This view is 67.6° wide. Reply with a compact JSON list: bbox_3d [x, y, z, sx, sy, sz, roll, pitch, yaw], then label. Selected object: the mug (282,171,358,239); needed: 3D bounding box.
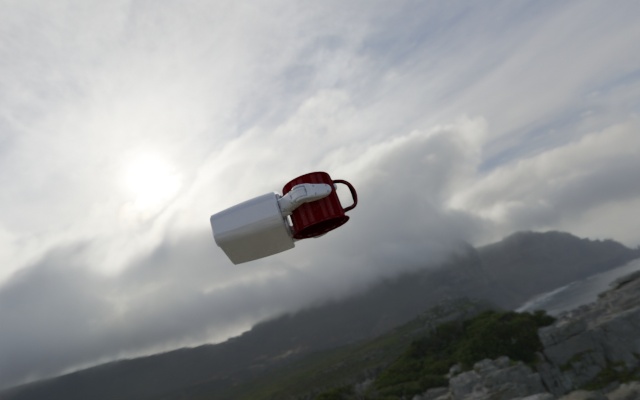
[{"bbox_3d":[0.001,0.002,0.749,0.117,0.081,0.093,-19,-15,-2],"label":"mug"}]
